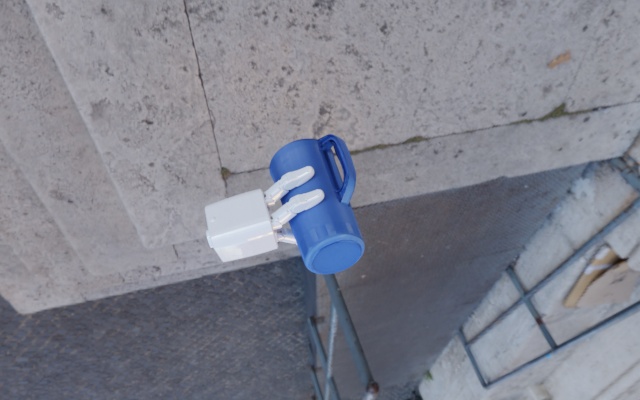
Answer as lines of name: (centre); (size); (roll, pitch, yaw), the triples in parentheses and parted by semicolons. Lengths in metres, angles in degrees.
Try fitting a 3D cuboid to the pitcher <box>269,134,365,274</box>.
pitcher: (0.000, 0.003, 0.873); (0.145, 0.242, 0.149); (-15, -40, -7)
